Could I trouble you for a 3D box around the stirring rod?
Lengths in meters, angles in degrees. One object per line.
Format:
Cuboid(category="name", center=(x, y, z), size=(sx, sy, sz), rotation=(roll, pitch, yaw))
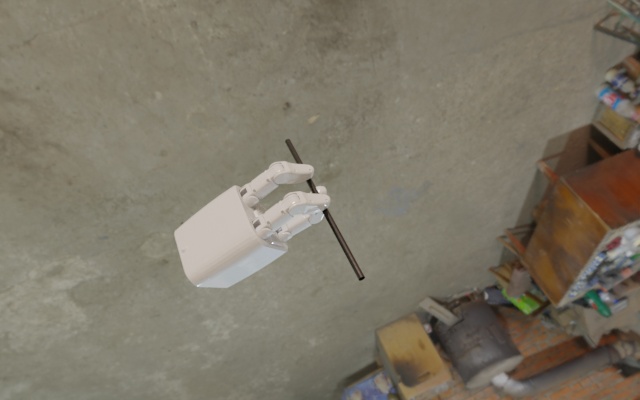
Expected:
Cuboid(category="stirring rod", center=(0.000, 0.002, 0.610), size=(0.011, 0.239, 0.011), rotation=(-18, -36, -14))
